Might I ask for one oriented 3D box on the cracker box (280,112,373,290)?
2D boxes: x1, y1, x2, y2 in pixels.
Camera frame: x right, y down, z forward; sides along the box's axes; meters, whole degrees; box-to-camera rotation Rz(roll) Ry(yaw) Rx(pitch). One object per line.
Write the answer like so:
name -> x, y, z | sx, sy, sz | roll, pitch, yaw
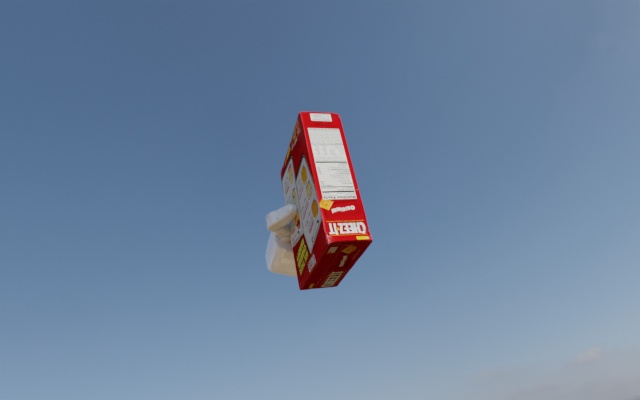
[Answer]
cracker box -> 0.000, 0.002, 0.709 | 0.072, 0.213, 0.164 | -3, -30, -18
